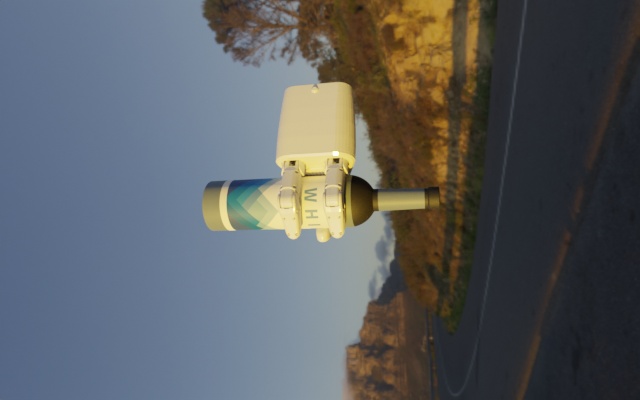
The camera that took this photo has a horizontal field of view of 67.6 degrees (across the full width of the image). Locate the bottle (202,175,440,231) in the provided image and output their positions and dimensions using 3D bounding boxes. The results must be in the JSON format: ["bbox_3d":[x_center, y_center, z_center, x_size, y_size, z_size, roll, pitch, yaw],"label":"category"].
[{"bbox_3d":[0.000,0.002,0.608,0.296,0.069,0.069,-2,-1,12],"label":"bottle"}]
